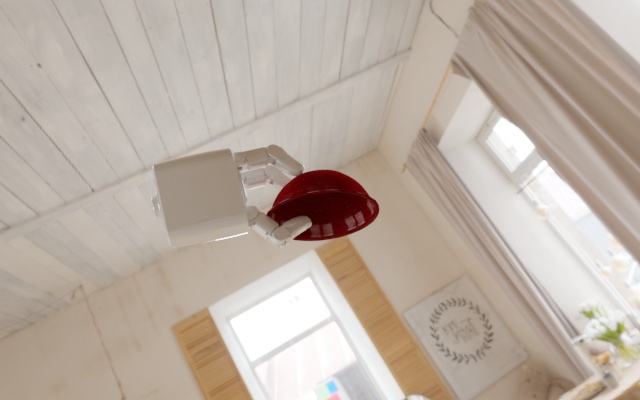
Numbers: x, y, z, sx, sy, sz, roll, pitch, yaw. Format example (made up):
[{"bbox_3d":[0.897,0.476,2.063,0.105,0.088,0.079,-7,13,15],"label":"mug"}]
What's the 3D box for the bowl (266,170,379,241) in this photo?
[{"bbox_3d":[0.001,0.002,0.681,0.162,0.055,0.162,-5,-27,-3],"label":"bowl"}]
